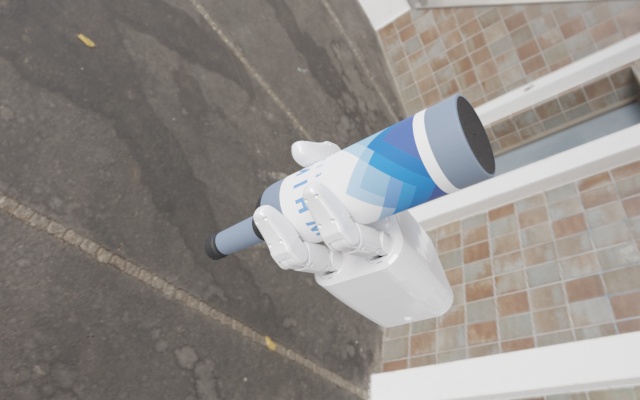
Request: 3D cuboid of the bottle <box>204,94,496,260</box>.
[{"bbox_3d":[0.000,0.001,0.427,0.296,0.069,0.069,-23,-13,33],"label":"bottle"}]
